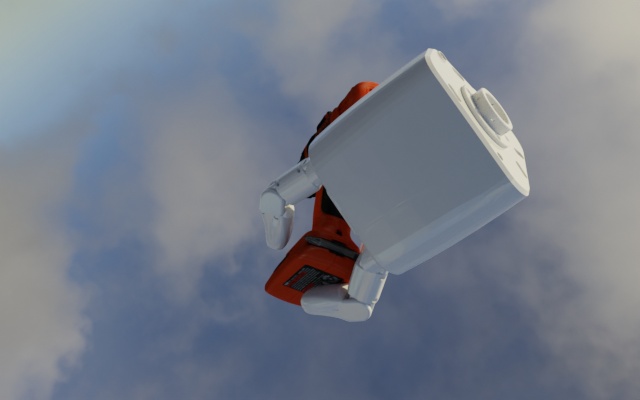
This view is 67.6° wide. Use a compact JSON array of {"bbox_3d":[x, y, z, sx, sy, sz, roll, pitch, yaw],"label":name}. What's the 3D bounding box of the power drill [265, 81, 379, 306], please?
[{"bbox_3d":[0.000,0.002,0.458,0.057,0.187,0.184,20,-33,-14],"label":"power drill"}]
